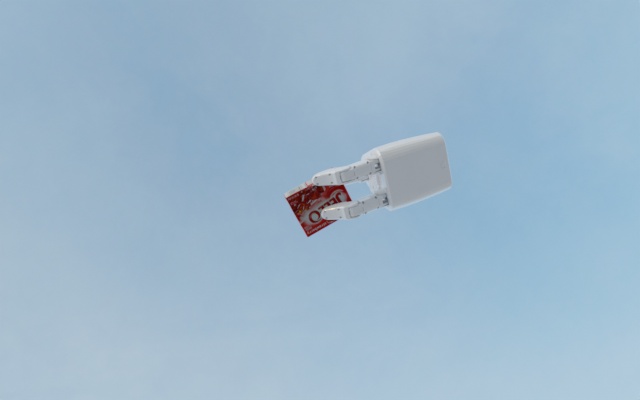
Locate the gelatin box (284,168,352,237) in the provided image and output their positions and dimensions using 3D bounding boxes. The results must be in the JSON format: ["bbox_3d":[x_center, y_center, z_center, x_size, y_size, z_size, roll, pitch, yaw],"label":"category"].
[{"bbox_3d":[0.000,0.002,0.733,0.089,0.073,0.030,-29,19,-1],"label":"gelatin box"}]
